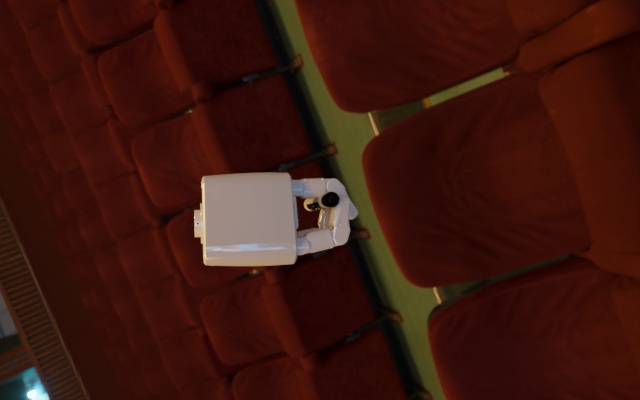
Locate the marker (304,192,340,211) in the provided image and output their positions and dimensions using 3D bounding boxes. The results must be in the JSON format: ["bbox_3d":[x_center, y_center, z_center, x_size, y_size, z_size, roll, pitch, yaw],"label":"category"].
[{"bbox_3d":[0.000,0.002,0.618,0.020,0.020,0.121,0,-3,-14],"label":"marker"}]
